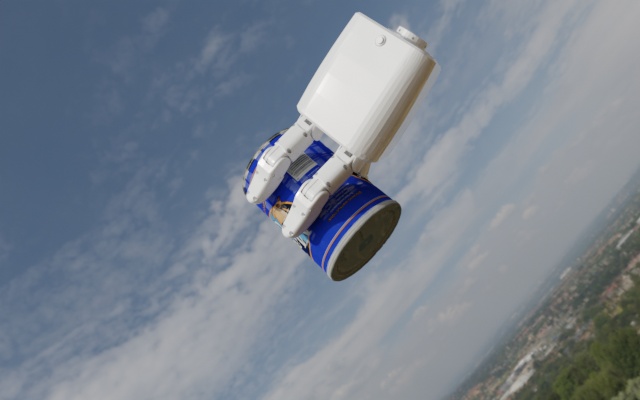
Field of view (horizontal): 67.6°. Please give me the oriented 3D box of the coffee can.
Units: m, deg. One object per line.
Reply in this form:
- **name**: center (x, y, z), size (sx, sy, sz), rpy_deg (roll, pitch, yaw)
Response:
- **coffee can**: center (0.000, 0.002, 0.510), size (0.140, 0.103, 0.103), rpy_deg (41, 20, 24)
